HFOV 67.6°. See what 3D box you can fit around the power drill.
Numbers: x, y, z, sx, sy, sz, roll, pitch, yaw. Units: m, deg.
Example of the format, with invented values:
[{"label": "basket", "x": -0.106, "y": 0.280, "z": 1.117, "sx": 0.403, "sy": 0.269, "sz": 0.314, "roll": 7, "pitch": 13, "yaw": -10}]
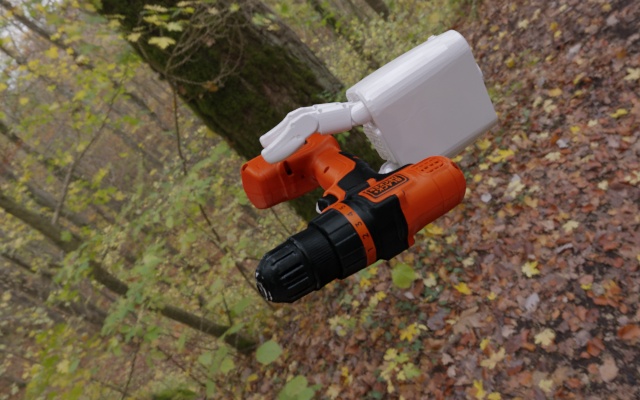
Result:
[{"label": "power drill", "x": 0.000, "y": 0.001, "z": 0.415, "sx": 0.184, "sy": 0.057, "sz": 0.187, "roll": -27, "pitch": 31, "yaw": -21}]
